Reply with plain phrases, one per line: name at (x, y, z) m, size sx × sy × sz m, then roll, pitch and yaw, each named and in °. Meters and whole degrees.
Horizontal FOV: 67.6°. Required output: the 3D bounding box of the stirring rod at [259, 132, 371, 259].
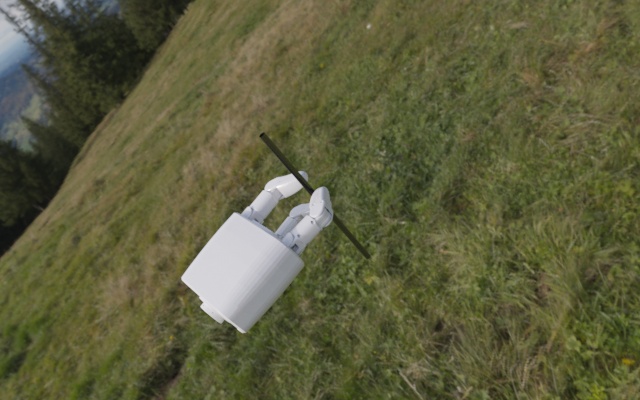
stirring rod at (0.000, 0.002, 0.611) m, size 0.011 × 0.011 × 0.240 m, roll 0°, pitch -40°, yaw 47°
